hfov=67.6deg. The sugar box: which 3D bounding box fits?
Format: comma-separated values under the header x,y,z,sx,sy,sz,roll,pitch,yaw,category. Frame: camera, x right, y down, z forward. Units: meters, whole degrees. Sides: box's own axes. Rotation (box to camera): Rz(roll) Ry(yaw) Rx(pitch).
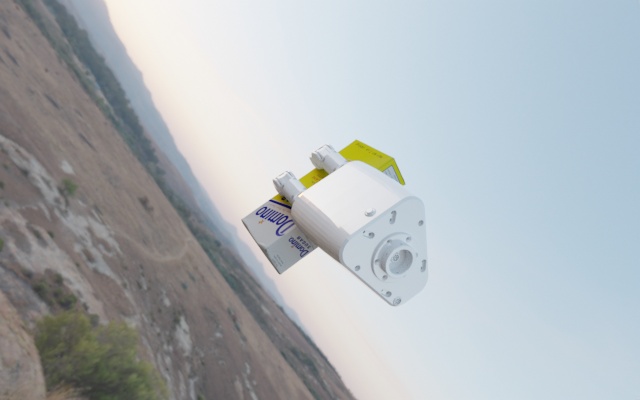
x,y,z,sx,sy,sz,roll,pitch,yaw,category
0.000,0.001,0.556,0.176,0.048,0.093,-34,30,-11,sugar box
